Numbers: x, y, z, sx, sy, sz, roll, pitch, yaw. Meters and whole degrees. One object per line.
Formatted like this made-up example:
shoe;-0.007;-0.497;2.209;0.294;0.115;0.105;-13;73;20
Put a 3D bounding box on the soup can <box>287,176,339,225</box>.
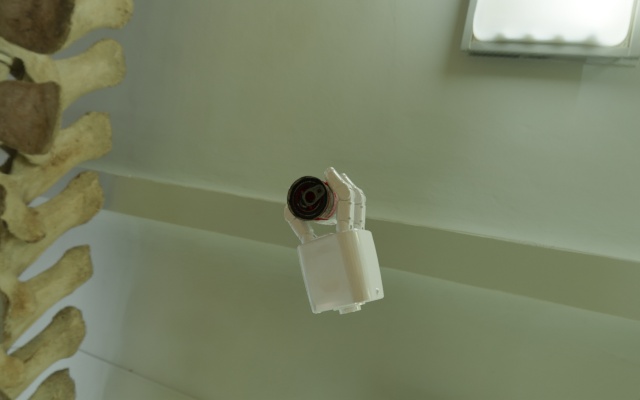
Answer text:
soup can;0.000;0.002;0.753;0.068;0.068;0.102;0;-7;23
